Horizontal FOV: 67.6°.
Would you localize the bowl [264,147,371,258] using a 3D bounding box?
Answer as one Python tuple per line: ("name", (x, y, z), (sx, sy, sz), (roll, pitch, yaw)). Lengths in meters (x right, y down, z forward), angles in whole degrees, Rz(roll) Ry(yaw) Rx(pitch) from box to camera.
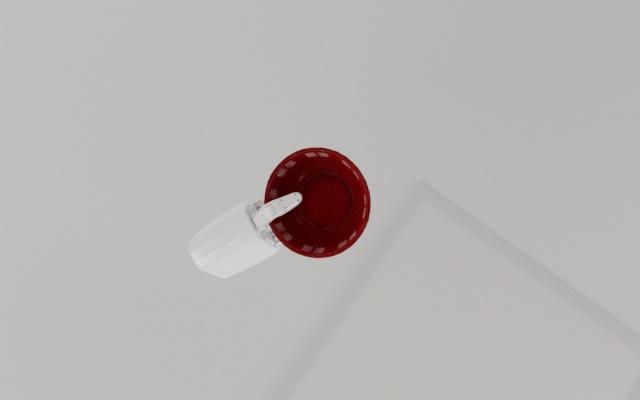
("bowl", (0.001, 0.002, 0.714), (0.162, 0.162, 0.055), (0, 4, 17))
